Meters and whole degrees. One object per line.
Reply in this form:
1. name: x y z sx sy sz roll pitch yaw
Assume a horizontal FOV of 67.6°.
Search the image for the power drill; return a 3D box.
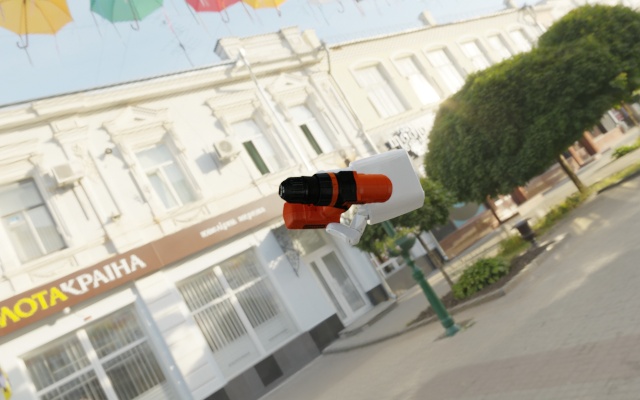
1. power drill: 0.000 0.003 0.784 0.184 0.057 0.188 0 -14 -22
